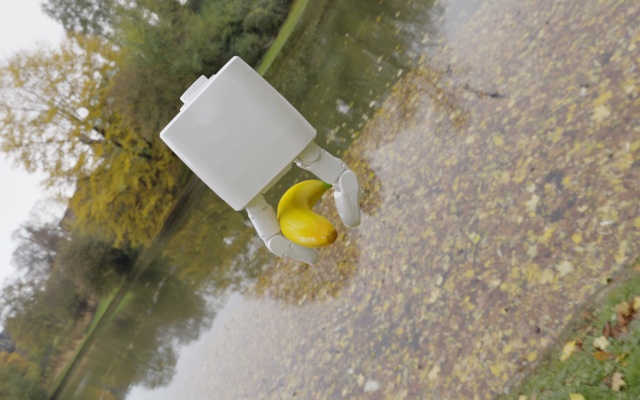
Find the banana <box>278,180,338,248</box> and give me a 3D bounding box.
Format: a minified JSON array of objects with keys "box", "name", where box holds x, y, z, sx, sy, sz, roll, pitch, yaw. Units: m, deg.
[{"box":[-0.016,0.010,0.518,0.069,0.037,0.197,-29,16,11],"name":"banana"}]
